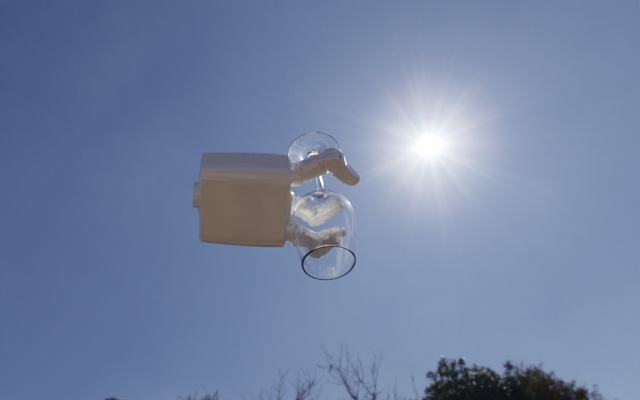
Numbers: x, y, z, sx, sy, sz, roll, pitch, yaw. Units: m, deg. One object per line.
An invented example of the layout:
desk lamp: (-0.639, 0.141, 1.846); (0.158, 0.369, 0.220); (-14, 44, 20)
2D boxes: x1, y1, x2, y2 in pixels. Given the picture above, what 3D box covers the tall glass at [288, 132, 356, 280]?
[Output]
tall glass: (0.000, 0.001, 0.604); (0.079, 0.079, 0.200); (0, 44, -8)
